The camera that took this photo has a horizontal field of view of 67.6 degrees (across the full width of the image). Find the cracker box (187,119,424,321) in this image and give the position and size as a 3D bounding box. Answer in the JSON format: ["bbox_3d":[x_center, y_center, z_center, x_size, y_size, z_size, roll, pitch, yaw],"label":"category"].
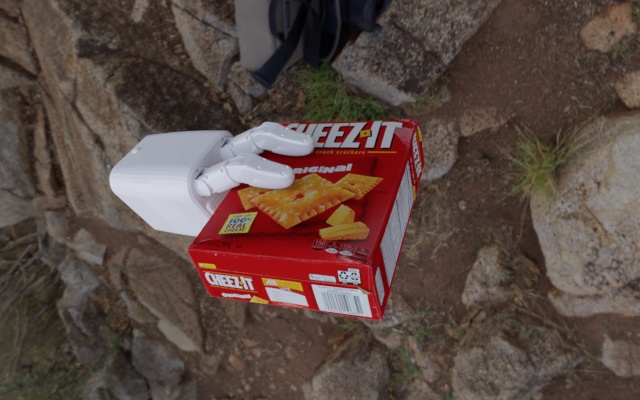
[{"bbox_3d":[0.000,0.002,0.462,0.164,0.072,0.213,3,41,21],"label":"cracker box"}]
